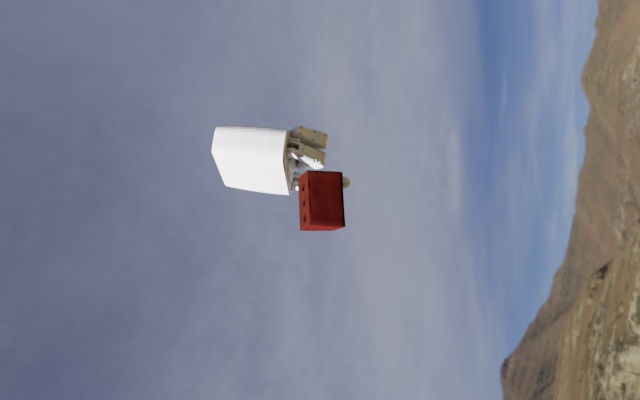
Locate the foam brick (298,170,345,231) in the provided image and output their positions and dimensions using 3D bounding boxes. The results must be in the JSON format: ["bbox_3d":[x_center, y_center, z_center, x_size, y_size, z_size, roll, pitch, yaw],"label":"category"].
[{"bbox_3d":[0.000,0.002,0.666,0.051,0.078,0.053,1,-12,-19],"label":"foam brick"}]
